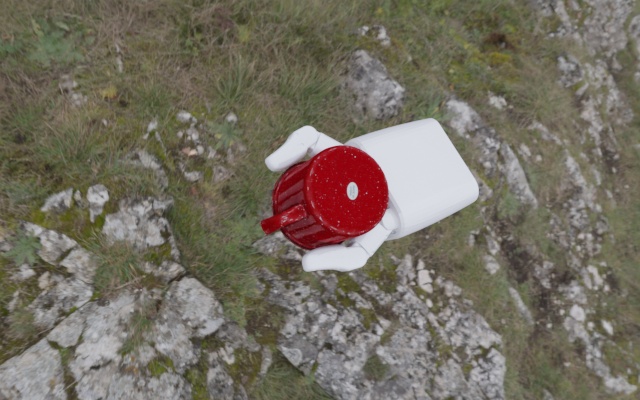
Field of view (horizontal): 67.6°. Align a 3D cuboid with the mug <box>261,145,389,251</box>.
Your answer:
[{"bbox_3d":[-0.001,0.002,0.437,0.117,0.093,0.081,-21,-2,-24],"label":"mug"}]
